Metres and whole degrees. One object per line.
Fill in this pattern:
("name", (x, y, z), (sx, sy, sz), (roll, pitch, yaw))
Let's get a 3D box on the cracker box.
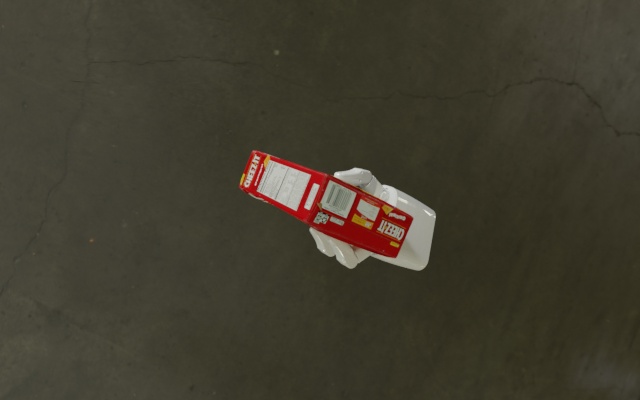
("cracker box", (0.000, 0.002, 0.689), (0.164, 0.072, 0.213), (24, -1, -35))
